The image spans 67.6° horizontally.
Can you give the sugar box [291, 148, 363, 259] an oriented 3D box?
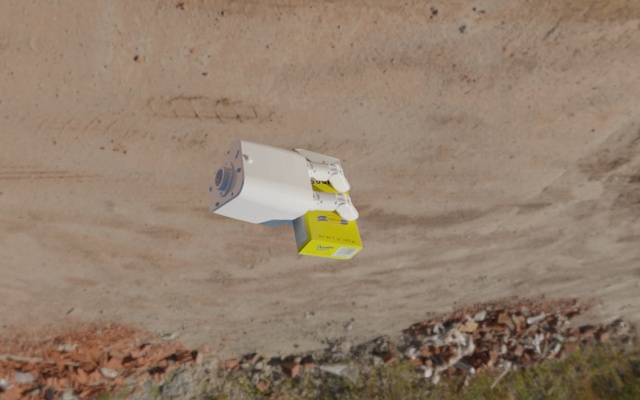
[{"bbox_3d":[0.000,0.002,0.739,0.093,0.176,0.048,11,-39,-31],"label":"sugar box"}]
